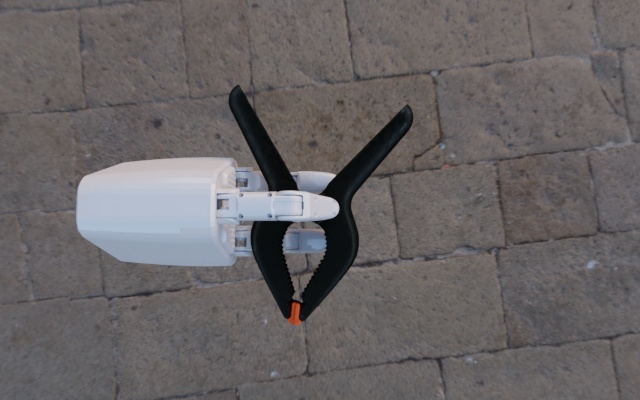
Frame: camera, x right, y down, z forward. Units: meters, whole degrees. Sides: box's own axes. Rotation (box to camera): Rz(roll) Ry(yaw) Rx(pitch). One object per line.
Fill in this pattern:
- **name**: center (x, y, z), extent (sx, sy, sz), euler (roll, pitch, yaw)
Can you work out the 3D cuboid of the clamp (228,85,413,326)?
- **clamp**: center (0.000, 0.002, 0.419), extent (0.164, 0.210, 0.036), euler (0, -4, 2)
